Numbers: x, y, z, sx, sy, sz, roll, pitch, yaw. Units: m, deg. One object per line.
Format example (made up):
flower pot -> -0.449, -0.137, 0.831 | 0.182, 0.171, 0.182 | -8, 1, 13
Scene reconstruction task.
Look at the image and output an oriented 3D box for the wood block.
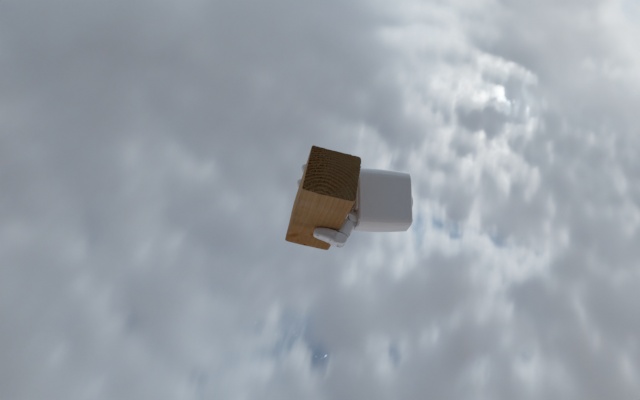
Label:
wood block -> 0.000, 0.003, 0.866 | 0.090, 0.090, 0.206 | 14, -31, -5
